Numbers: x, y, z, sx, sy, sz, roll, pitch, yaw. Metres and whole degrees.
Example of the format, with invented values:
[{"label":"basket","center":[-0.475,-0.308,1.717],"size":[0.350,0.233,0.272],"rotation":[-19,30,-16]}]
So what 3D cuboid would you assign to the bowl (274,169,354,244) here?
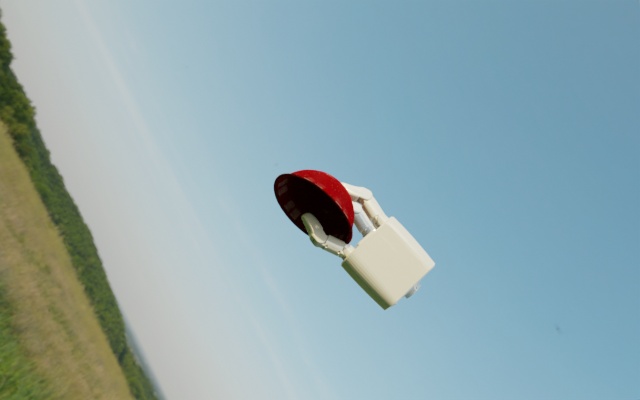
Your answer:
[{"label":"bowl","center":[-0.001,0.001,0.798],"size":[0.162,0.162,0.055],"rotation":[0,41,50]}]
